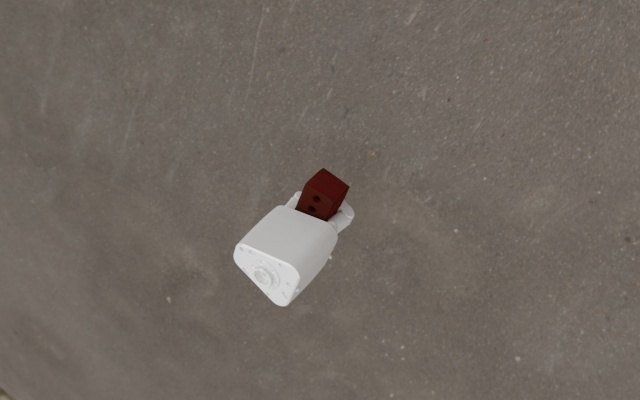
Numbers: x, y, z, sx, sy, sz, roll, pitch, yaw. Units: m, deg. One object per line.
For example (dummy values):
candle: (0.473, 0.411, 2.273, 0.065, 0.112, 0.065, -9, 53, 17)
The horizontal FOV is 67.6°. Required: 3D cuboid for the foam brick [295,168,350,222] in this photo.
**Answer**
foam brick: (0.000, 0.002, 0.724, 0.053, 0.078, 0.051, 34, 43, 12)
